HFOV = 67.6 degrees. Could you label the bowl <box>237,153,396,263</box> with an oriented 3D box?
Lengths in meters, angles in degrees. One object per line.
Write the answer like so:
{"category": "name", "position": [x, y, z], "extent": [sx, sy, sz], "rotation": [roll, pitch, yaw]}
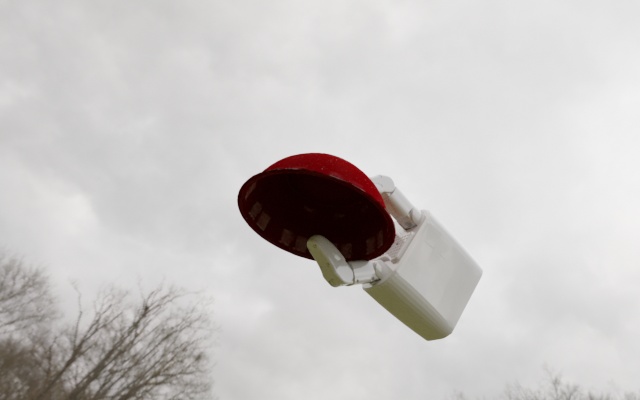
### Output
{"category": "bowl", "position": [-0.001, 0.000, 0.488], "extent": [0.162, 0.055, 0.162], "rotation": [11, -34, 8]}
